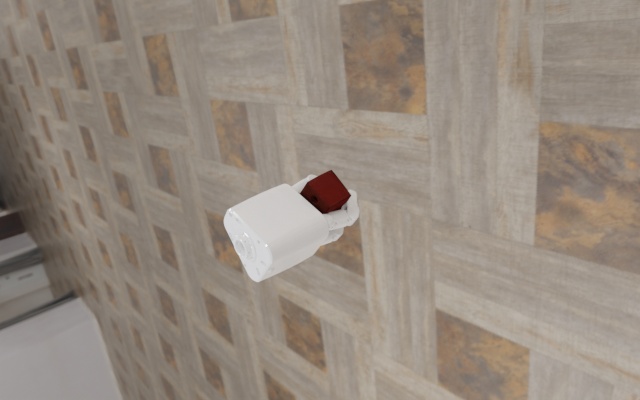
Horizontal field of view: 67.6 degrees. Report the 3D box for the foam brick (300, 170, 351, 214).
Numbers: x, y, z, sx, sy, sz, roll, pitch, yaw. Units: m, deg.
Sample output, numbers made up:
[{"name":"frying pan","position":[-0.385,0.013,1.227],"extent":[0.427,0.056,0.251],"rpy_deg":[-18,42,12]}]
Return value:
[{"name":"foam brick","position":[0.000,0.002,0.728],"extent":[0.051,0.053,0.078],"rpy_deg":[-27,-18,-38]}]
